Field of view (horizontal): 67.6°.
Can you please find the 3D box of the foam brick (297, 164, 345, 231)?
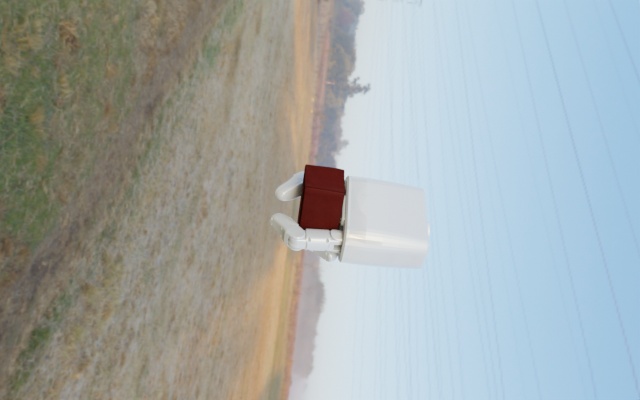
[{"bbox_3d":[0.000,0.002,0.599,0.051,0.078,0.053,7,37,-3],"label":"foam brick"}]
